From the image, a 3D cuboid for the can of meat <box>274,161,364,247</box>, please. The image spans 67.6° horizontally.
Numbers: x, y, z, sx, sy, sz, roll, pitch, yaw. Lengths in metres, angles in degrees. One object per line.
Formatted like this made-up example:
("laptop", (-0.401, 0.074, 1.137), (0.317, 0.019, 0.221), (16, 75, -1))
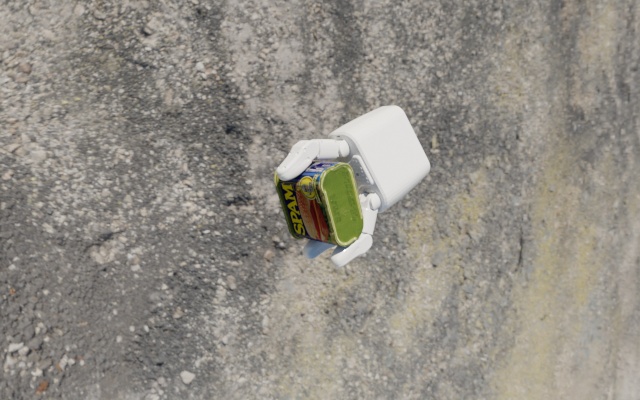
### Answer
("can of meat", (0.000, 0.002, 0.573), (0.057, 0.102, 0.084), (-31, 25, -36))
